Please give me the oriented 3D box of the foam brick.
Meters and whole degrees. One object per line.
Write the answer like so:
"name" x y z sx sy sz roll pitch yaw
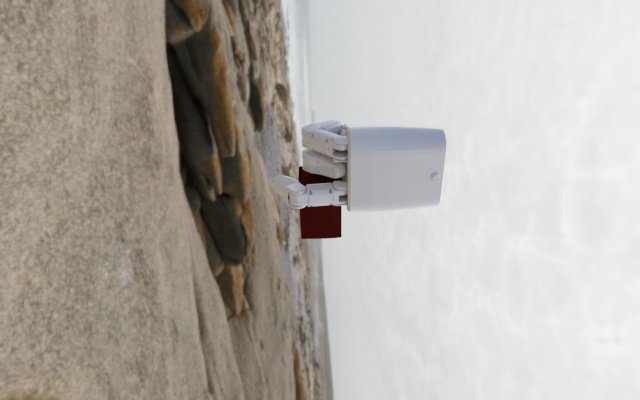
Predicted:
"foam brick" 0.000 0.002 0.585 0.051 0.078 0.053 -2 30 -1
